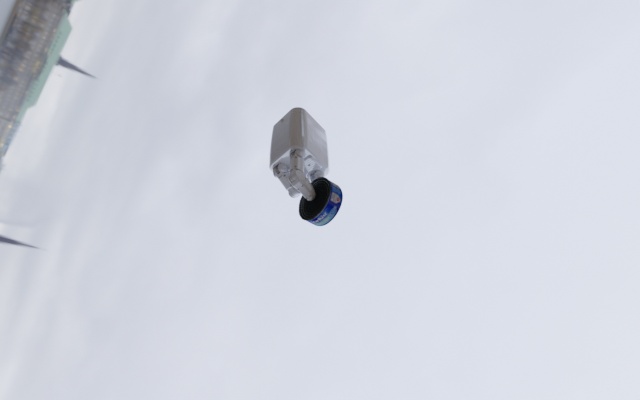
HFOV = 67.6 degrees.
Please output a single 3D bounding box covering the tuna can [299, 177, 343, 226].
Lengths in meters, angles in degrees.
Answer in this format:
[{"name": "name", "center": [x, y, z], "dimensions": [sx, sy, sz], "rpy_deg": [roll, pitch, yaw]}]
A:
[{"name": "tuna can", "center": [0.001, 0.003, 0.865], "dimensions": [0.034, 0.086, 0.086], "rpy_deg": [29, -17, -33]}]
